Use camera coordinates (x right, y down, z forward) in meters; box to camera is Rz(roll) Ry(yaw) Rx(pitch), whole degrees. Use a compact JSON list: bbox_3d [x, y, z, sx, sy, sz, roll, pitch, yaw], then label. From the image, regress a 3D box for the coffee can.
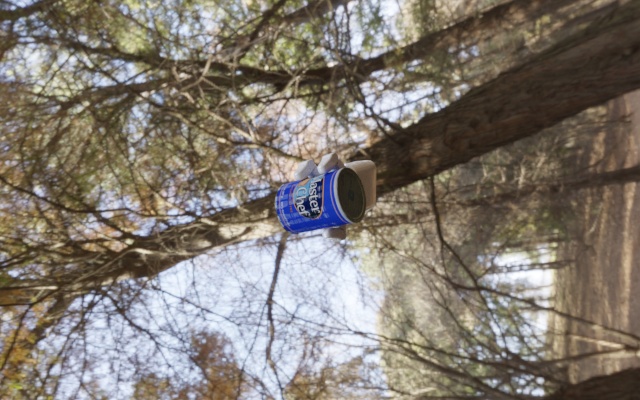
[{"bbox_3d":[0.000,0.003,0.898,0.140,0.103,0.103,-13,-7,33],"label":"coffee can"}]
